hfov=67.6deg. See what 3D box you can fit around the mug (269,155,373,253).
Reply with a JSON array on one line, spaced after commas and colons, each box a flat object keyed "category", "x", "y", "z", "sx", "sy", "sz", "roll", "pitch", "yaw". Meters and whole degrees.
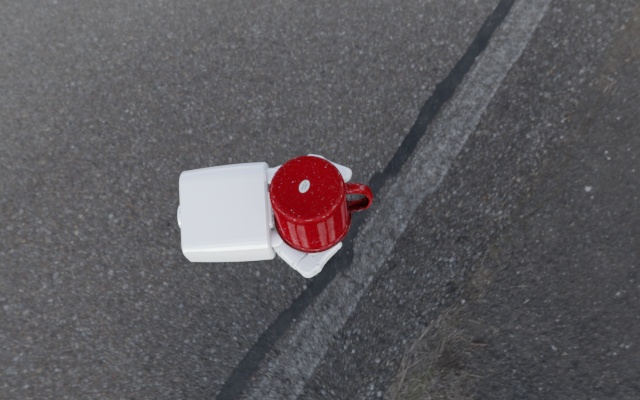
[{"category": "mug", "x": 0.002, "y": 0.002, "z": 0.533, "sx": 0.117, "sy": 0.093, "sz": 0.081, "roll": -5, "pitch": -24, "yaw": 2}]
